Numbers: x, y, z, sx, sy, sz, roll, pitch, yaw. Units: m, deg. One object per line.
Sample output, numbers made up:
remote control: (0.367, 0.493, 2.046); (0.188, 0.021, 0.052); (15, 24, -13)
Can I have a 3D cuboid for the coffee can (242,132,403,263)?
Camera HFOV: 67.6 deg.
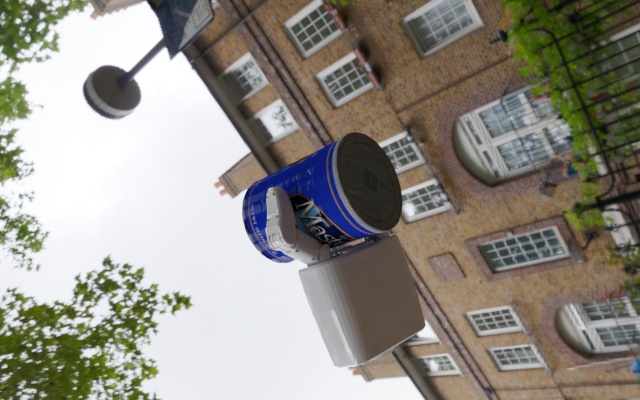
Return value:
coffee can: (0.000, 0.001, 0.508); (0.140, 0.102, 0.103); (-23, -15, 38)
